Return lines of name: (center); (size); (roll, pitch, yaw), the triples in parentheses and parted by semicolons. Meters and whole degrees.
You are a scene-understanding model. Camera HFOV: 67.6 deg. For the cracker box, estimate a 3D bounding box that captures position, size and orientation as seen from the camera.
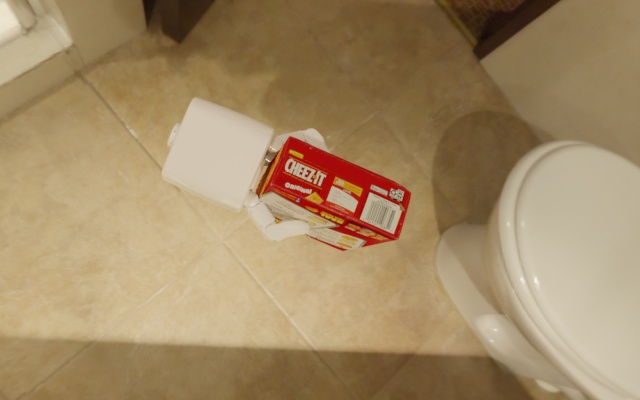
cracker box: (0.000, 0.002, 0.640); (0.164, 0.072, 0.214); (23, -14, -10)
